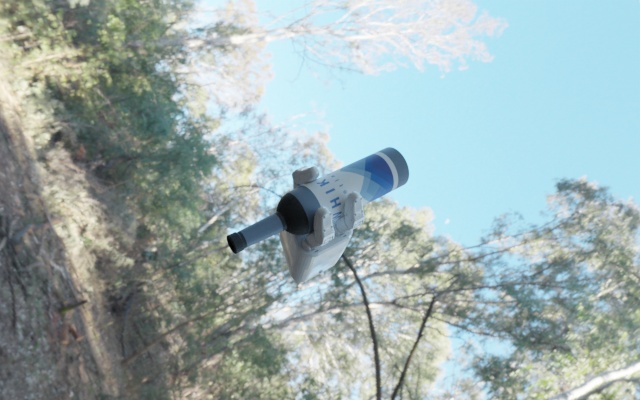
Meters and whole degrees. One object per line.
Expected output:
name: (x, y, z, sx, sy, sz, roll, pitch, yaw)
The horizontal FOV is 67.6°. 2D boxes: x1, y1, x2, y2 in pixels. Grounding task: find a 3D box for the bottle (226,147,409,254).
bottle: (0.000, 0.002, 0.699, 0.295, 0.069, 0.069, -26, 12, -26)
